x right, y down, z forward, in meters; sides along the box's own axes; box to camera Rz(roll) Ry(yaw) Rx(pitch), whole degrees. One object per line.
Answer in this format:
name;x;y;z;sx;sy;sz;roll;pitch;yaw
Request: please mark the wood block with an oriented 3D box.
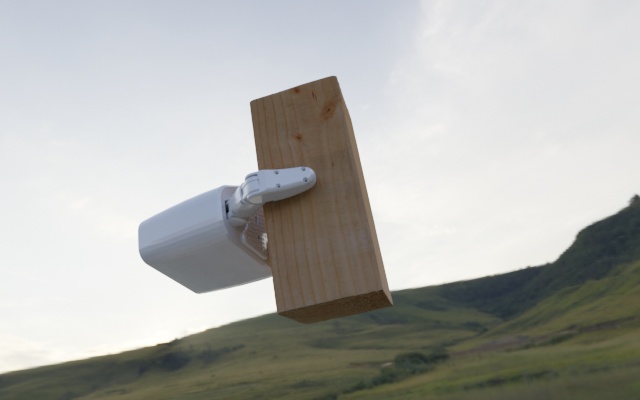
wood block;0.000;0.001;0.453;0.090;0.206;0.091;-14;-22;10
